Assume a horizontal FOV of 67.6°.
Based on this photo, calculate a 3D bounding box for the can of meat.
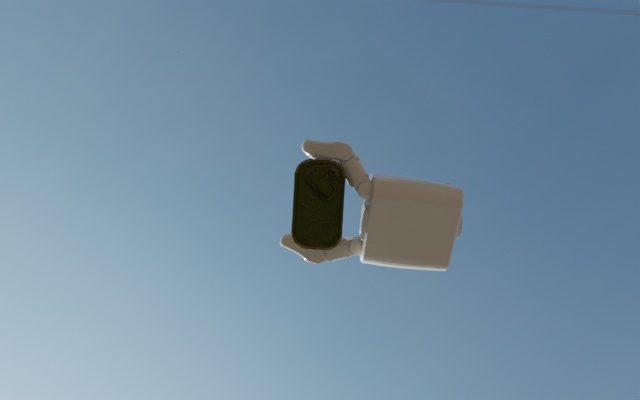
[{"bbox_3d":[0.000,0.002,0.573,0.057,0.102,0.084,3,5,3],"label":"can of meat"}]
